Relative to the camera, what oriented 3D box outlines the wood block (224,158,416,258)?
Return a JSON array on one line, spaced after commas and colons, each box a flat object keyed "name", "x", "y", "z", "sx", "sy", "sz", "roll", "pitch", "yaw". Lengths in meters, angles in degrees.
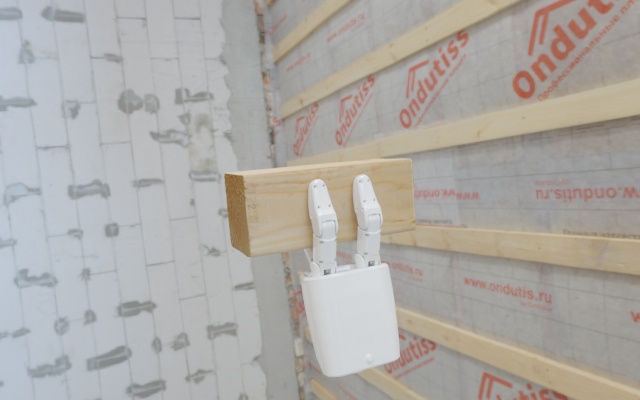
[{"name": "wood block", "x": 0.000, "y": 0.002, "z": 0.569, "sx": 0.206, "sy": 0.090, "sz": 0.091, "roll": -7, "pitch": 6, "yaw": -24}]
